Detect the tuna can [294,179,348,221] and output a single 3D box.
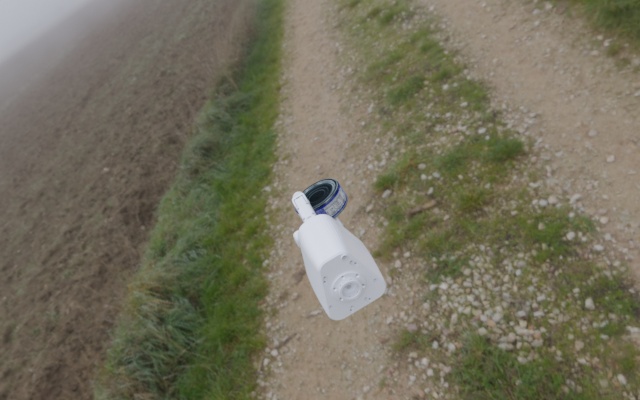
[{"bbox_3d":[0.000,0.002,0.788,0.086,0.034,0.086,-26,28,15],"label":"tuna can"}]
